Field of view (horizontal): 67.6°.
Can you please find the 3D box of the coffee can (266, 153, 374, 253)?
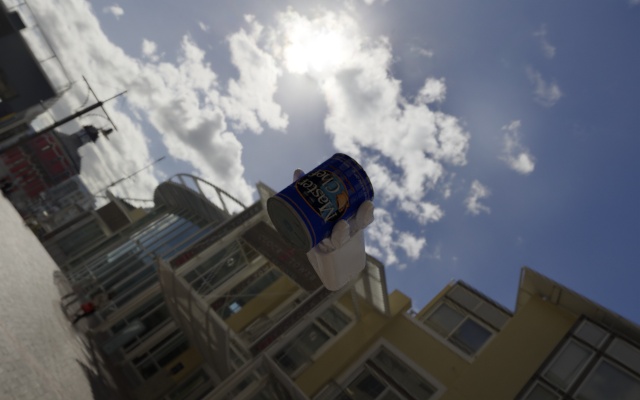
[{"bbox_3d":[0.000,0.002,0.758,0.140,0.103,0.103,-36,17,-25],"label":"coffee can"}]
